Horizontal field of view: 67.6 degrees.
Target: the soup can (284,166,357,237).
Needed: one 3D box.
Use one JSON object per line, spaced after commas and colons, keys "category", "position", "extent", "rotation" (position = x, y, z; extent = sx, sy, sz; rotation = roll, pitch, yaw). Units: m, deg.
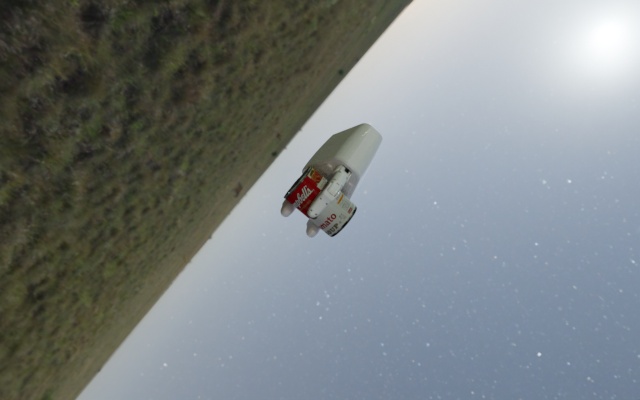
{"category": "soup can", "position": [0.000, 0.003, 0.776], "extent": [0.102, 0.068, 0.068], "rotation": [41, -7, -8]}
